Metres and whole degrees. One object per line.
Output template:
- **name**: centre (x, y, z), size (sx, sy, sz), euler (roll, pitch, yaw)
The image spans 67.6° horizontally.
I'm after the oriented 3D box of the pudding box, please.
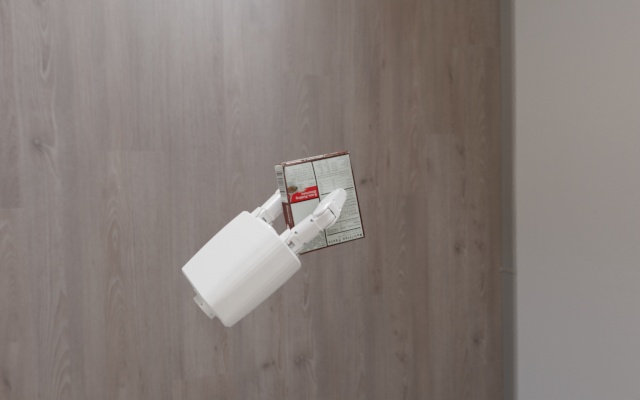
- **pudding box**: centre (0.000, 0.002, 0.588), size (0.090, 0.113, 0.039), euler (-13, 9, -18)
